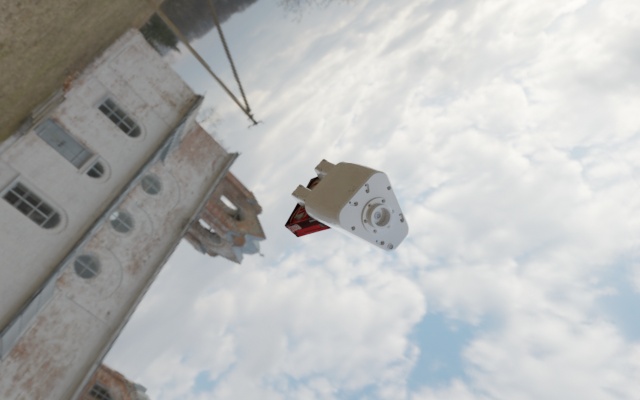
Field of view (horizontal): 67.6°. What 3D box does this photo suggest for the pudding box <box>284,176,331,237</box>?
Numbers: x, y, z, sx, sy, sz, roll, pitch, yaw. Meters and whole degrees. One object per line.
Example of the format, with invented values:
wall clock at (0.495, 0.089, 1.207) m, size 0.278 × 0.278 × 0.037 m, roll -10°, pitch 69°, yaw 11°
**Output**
pudding box at (0.000, 0.003, 0.787) m, size 0.090 × 0.113 × 0.039 m, roll -18°, pitch -57°, yaw 47°
